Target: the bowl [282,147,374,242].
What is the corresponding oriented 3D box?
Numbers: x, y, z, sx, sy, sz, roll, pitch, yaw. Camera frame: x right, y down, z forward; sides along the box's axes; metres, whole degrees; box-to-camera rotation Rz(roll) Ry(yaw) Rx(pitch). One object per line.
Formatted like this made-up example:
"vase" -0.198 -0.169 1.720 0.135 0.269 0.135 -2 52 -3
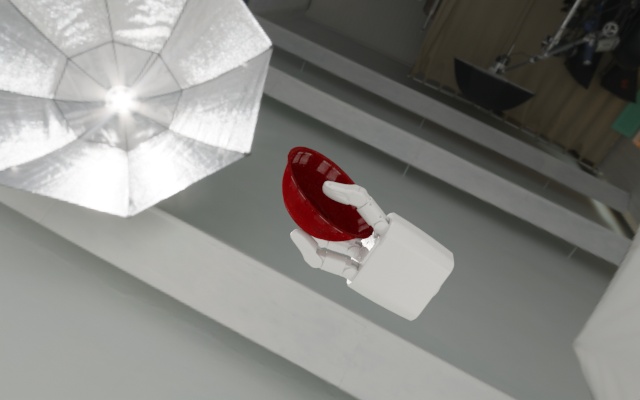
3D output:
"bowl" -0.001 0.001 0.669 0.055 0.162 0.162 -42 -22 26
